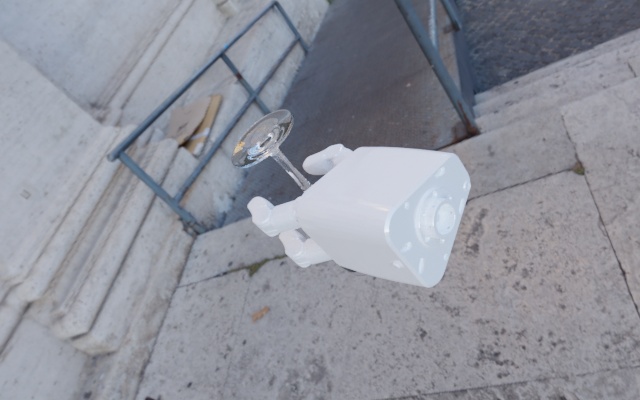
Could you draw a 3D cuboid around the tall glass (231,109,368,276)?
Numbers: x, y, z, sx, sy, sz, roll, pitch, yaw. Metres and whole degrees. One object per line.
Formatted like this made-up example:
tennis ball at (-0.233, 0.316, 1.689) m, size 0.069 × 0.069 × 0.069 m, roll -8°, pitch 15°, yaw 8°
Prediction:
tall glass at (0.000, 0.001, 0.506) m, size 0.079 × 0.079 × 0.201 m, roll 0°, pitch -38°, yaw 45°
